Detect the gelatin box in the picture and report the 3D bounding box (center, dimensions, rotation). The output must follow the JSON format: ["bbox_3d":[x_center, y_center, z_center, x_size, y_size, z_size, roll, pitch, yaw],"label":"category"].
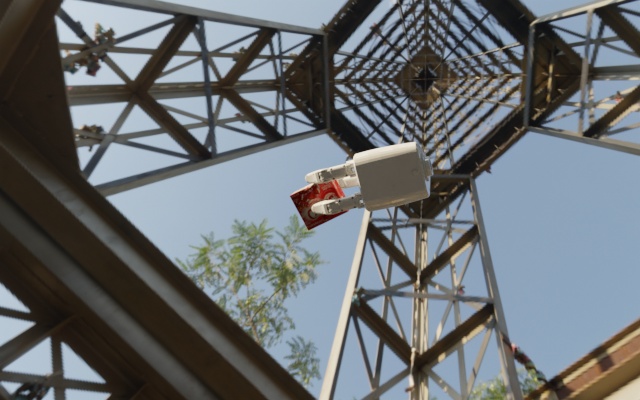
[{"bbox_3d":[0.000,0.003,0.856,0.089,0.073,0.030,-26,6,25],"label":"gelatin box"}]
